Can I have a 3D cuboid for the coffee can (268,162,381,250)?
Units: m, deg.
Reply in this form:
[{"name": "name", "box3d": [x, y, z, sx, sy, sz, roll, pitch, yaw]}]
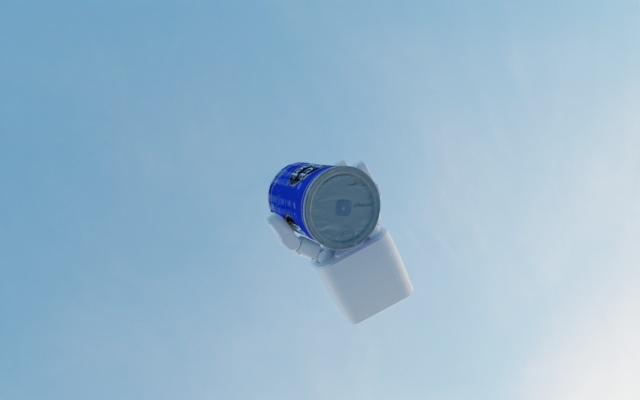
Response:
[{"name": "coffee can", "box3d": [0.000, 0.002, 0.635, 0.103, 0.103, 0.140, 0, 6, -24]}]
